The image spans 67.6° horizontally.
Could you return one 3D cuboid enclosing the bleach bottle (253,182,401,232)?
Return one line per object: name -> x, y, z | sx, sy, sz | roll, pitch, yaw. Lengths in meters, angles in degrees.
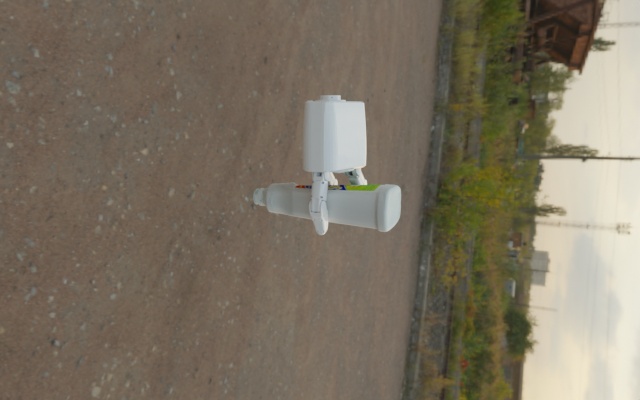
bleach bottle -> 0.000, 0.003, 0.792 | 0.251, 0.068, 0.102 | 4, 11, 22
